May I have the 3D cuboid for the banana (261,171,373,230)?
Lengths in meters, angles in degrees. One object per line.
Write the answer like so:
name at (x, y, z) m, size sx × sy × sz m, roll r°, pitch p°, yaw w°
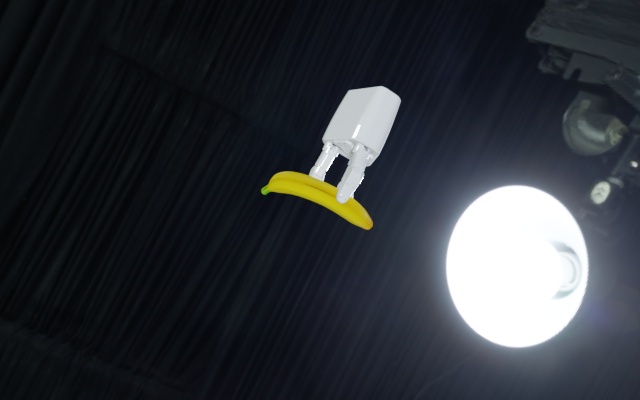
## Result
banana at (-0.002, -0.006, 0.785) m, size 0.198 × 0.037 × 0.070 m, roll 20°, pitch -25°, yaw 5°
